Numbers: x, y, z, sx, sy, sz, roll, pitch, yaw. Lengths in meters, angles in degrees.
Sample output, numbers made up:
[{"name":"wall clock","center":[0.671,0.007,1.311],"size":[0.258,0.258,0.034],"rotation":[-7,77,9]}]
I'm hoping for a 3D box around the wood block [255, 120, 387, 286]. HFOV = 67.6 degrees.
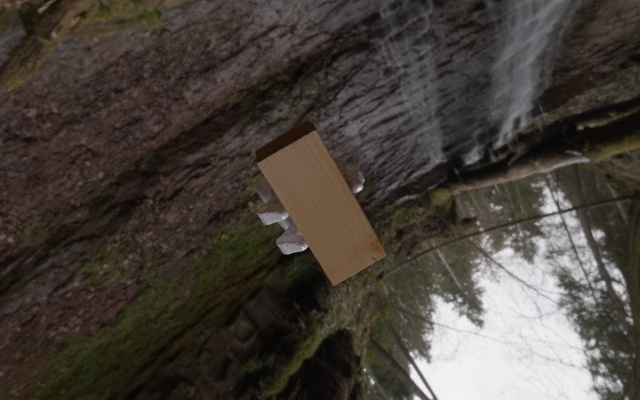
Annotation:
[{"name":"wood block","center":[0.000,0.002,0.677],"size":[0.091,0.206,0.090],"rotation":[-31,19,1]}]
